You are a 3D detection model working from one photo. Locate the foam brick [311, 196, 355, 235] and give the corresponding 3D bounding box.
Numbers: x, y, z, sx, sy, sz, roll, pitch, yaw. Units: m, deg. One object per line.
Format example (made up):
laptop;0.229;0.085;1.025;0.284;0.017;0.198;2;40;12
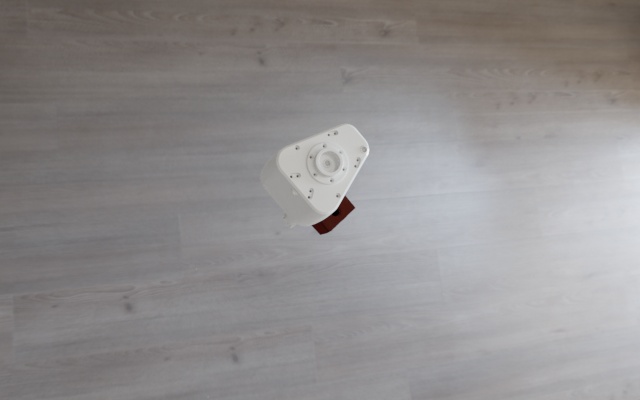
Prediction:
foam brick;0.000;0.002;0.668;0.053;0.078;0.051;-42;4;-17
